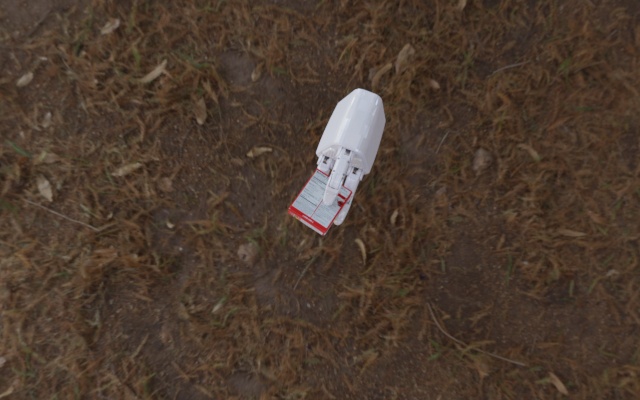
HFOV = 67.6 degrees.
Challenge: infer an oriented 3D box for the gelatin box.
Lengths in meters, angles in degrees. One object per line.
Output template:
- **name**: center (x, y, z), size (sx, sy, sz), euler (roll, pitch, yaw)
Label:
- **gelatin box**: center (0.000, 0.003, 0.798), size (0.073, 0.089, 0.030), euler (33, -17, 4)
